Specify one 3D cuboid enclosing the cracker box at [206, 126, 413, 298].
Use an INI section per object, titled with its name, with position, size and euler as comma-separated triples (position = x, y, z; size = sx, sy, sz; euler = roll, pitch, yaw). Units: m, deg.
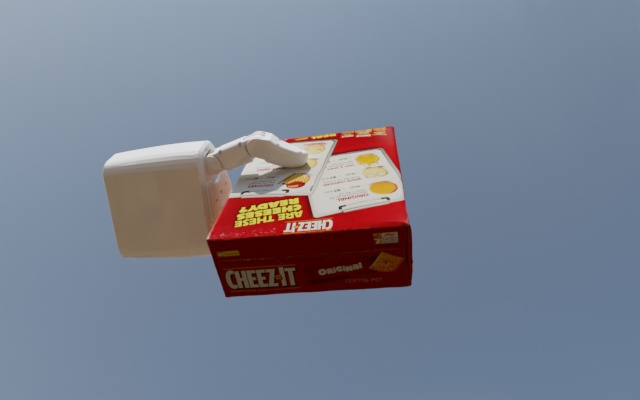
[cracker box]
position = 0.000, 0.001, 0.477
size = 0.164, 0.072, 0.213
euler = -5, 29, 8
